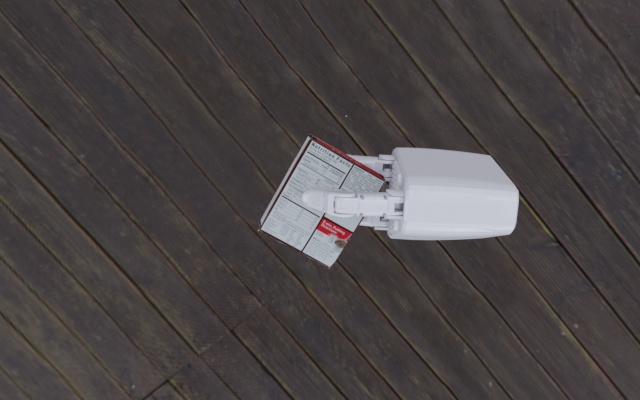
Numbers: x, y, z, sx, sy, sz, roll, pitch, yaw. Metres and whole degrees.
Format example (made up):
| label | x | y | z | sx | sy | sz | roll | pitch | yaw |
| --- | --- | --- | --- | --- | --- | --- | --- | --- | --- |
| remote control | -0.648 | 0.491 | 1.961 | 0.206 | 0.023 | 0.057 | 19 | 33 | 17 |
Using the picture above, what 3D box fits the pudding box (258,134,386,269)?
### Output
| label | x | y | z | sx | sy | sz | roll | pitch | yaw |
| --- | --- | --- | --- | --- | --- | --- | --- | --- | --- |
| pudding box | 0.000 | 0.002 | 0.495 | 0.090 | 0.113 | 0.039 | 30 | 7 | -8 |
